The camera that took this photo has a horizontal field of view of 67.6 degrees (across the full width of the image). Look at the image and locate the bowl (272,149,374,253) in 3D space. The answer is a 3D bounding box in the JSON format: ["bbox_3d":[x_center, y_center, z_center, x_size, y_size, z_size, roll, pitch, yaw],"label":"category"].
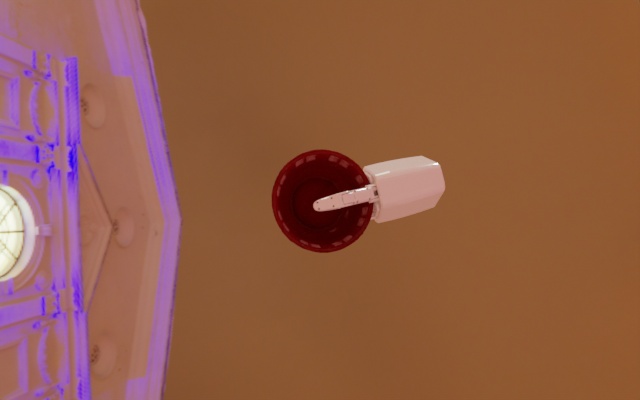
[{"bbox_3d":[-0.001,0.003,0.765,0.162,0.162,0.055,0,-5,-11],"label":"bowl"}]
